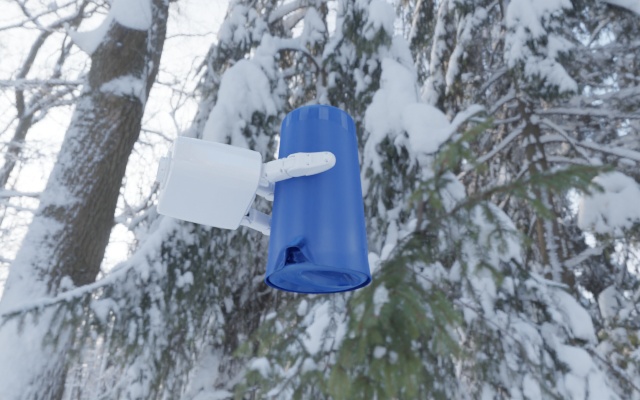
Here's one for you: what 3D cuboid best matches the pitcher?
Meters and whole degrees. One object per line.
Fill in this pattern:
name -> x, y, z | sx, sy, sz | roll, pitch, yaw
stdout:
pitcher -> 0.000, 0.002, 0.652 | 0.145, 0.242, 0.149 | 10, -26, -20
